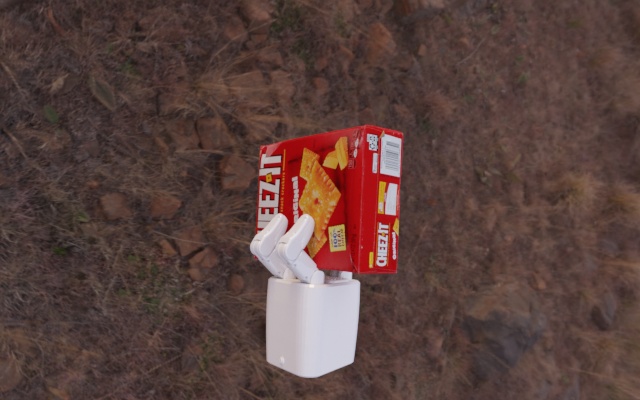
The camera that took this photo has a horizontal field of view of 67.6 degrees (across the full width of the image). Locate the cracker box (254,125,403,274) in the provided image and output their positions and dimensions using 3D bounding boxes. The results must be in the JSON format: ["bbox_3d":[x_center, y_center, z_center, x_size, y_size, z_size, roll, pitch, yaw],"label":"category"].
[{"bbox_3d":[0.000,0.002,0.604,0.072,0.164,0.213,7,-5,-40],"label":"cracker box"}]
